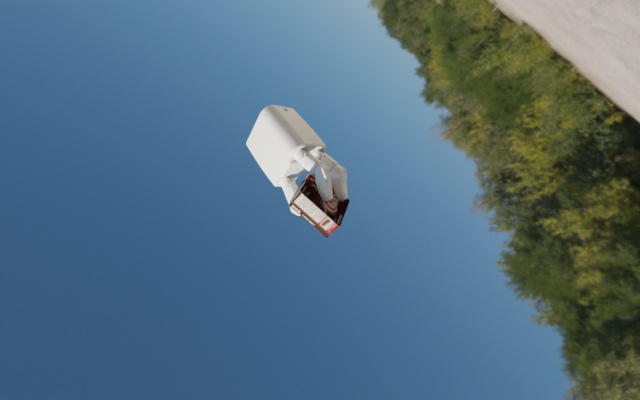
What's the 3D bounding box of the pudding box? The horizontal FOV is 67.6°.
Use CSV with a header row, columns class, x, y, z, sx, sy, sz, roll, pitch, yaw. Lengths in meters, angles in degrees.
class,x,y,z,sx,sy,sz,roll,pitch,yaw
pudding box,0.000,0.003,0.826,0.039,0.090,0.113,-46,8,27
